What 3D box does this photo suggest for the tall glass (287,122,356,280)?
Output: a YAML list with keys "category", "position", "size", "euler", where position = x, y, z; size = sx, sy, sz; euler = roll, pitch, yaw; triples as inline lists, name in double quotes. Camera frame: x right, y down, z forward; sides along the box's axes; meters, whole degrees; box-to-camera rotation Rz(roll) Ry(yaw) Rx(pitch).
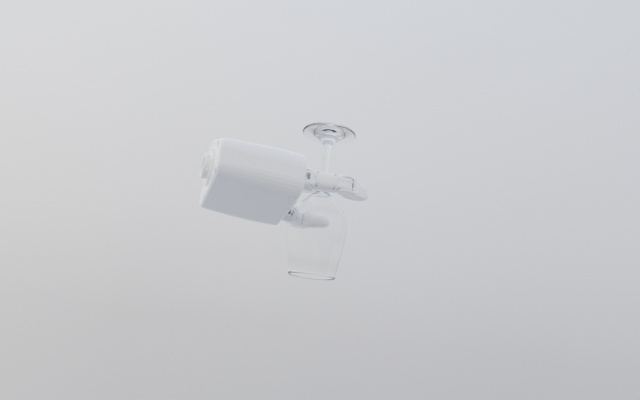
- category: "tall glass"
  position: [0.000, 0.001, 0.638]
  size: [0.079, 0.201, 0.079]
  euler: [6, -15, 2]
